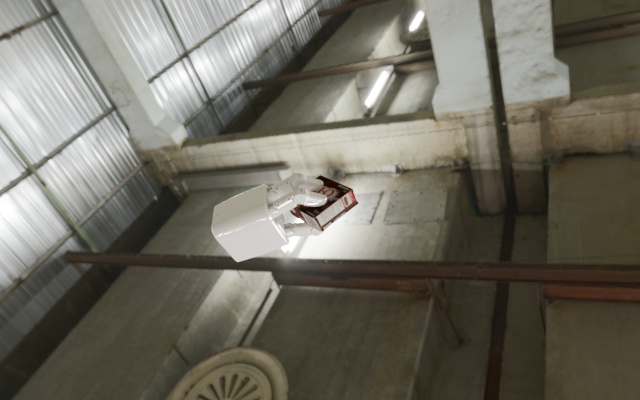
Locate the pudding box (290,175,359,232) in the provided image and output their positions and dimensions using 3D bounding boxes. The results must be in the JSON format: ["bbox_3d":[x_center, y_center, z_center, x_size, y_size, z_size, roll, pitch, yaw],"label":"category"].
[{"bbox_3d":[0.000,0.003,0.864,0.090,0.039,0.113,-38,34,-17],"label":"pudding box"}]
